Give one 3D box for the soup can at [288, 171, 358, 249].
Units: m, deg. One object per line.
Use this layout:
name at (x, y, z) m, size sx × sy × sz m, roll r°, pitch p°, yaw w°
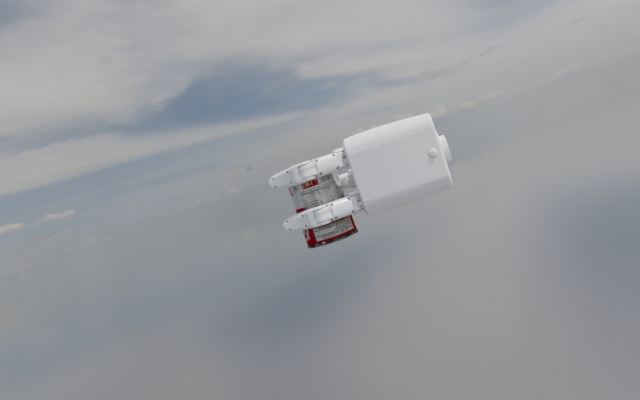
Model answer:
soup can at (0.000, 0.002, 0.608) m, size 0.068 × 0.102 × 0.068 m, roll -19°, pitch 2°, yaw 1°
